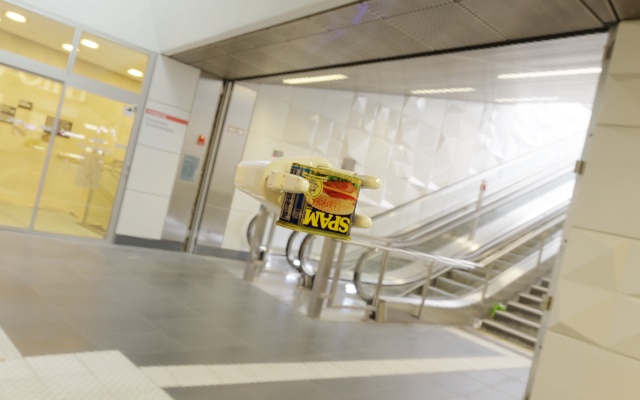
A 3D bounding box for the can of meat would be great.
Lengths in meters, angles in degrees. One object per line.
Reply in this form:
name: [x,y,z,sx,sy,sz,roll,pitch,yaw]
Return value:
can of meat: [0.000,0.002,0.626,0.102,0.084,0.057,13,-1,-30]
